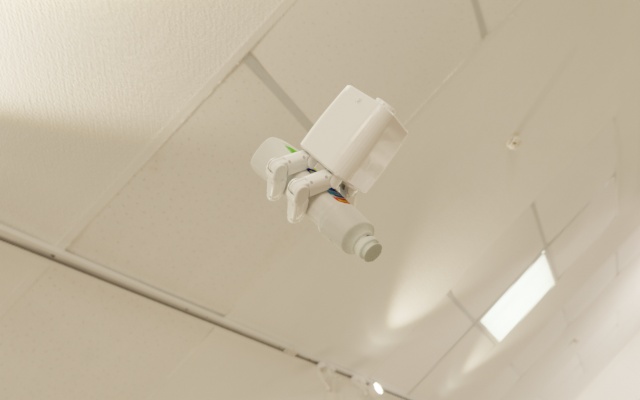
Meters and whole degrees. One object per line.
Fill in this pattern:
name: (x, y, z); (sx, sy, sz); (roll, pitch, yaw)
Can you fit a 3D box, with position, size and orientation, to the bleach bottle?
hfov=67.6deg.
bleach bottle: (0.000, 0.002, 0.668); (0.102, 0.068, 0.250); (31, 9, -48)
